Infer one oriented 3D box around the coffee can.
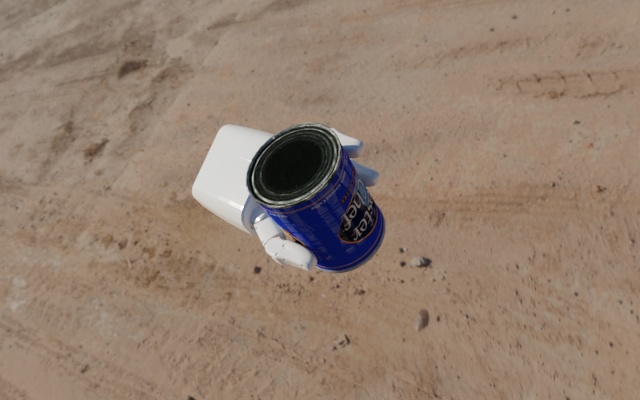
[{"bbox_3d":[0.000,0.002,0.510,0.103,0.102,0.140,0,-33,28],"label":"coffee can"}]
